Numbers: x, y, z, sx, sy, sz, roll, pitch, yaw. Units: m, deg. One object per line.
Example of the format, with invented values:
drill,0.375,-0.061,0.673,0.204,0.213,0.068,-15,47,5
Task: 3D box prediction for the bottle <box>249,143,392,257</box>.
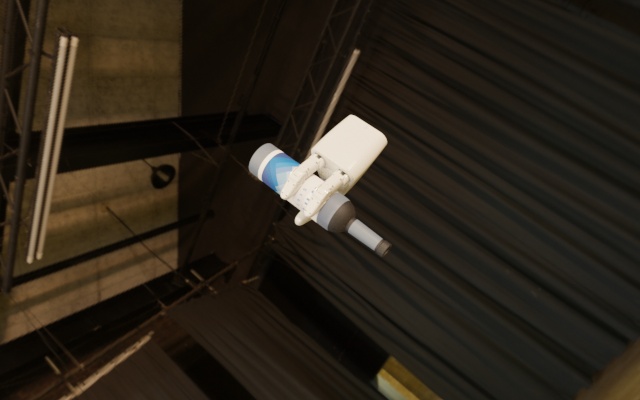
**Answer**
bottle,0.000,0.003,0.850,0.295,0.069,0.069,36,14,19
